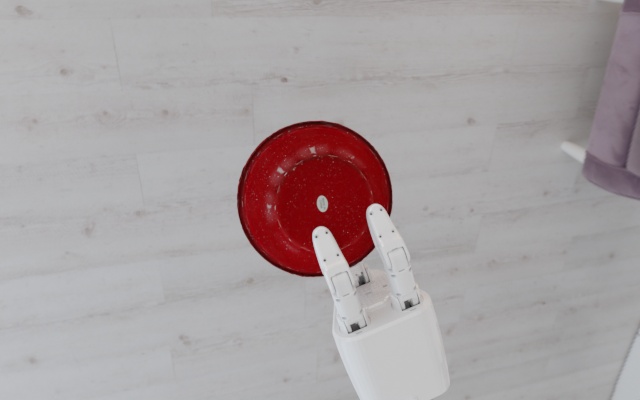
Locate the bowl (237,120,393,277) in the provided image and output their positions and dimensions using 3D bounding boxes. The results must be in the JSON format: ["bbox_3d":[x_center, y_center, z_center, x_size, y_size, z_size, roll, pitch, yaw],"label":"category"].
[{"bbox_3d":[-0.001,0.000,0.464,0.162,0.162,0.055,0,5,-9],"label":"bowl"}]
